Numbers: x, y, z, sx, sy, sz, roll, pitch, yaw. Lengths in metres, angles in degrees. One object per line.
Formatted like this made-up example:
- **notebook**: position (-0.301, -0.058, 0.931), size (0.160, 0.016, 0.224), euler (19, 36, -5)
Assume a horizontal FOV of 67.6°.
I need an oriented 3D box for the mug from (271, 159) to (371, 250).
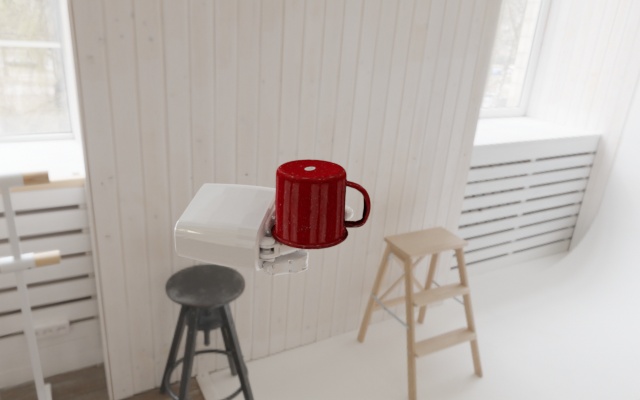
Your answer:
- **mug**: position (0.002, 0.002, 0.556), size (0.117, 0.081, 0.093), euler (6, 21, 10)
